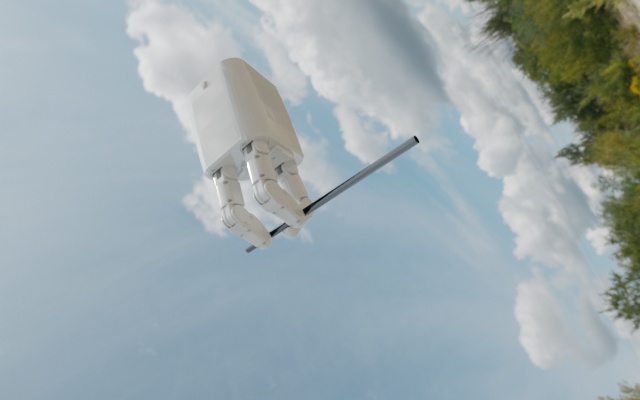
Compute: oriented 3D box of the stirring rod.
[{"bbox_3d":[0.000,0.001,0.483,0.239,0.011,0.011,-33,-20,34],"label":"stirring rod"}]
